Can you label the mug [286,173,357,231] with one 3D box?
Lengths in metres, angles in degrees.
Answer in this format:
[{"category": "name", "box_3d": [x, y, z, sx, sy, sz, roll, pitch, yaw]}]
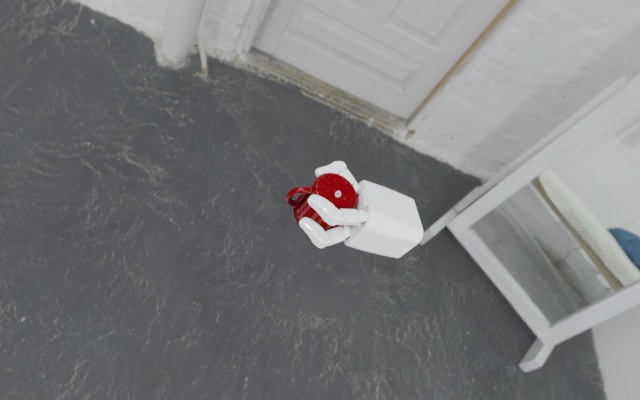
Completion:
[{"category": "mug", "box_3d": [-0.001, 0.002, 0.816, 0.117, 0.093, 0.081, 17, -37, -18]}]
